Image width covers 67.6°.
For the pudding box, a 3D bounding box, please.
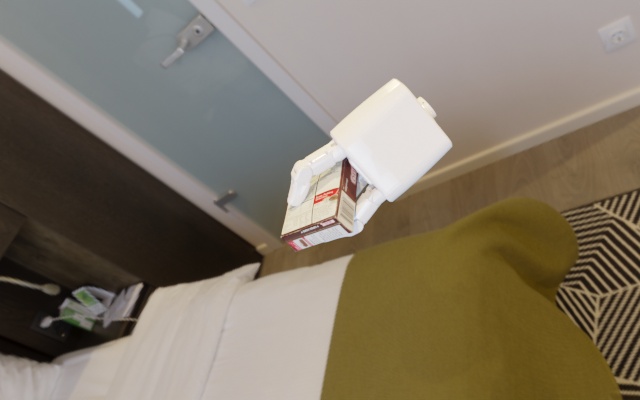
[{"bbox_3d":[0.000,0.002,0.622,0.090,0.113,0.039,-22,-51,31],"label":"pudding box"}]
